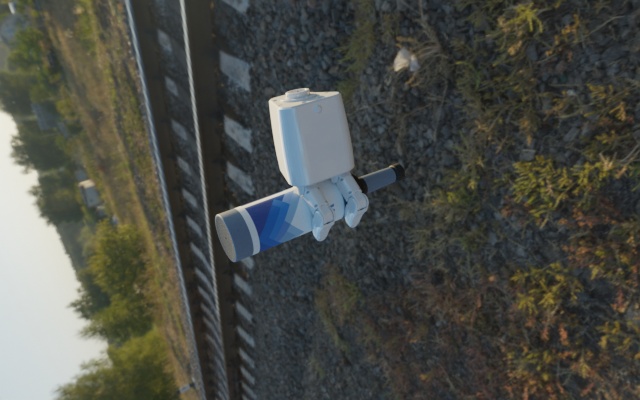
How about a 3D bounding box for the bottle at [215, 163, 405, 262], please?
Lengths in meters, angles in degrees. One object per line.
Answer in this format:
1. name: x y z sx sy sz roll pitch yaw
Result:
1. bottle: 0.000 0.002 0.684 0.295 0.069 0.069 -21 9 -26
